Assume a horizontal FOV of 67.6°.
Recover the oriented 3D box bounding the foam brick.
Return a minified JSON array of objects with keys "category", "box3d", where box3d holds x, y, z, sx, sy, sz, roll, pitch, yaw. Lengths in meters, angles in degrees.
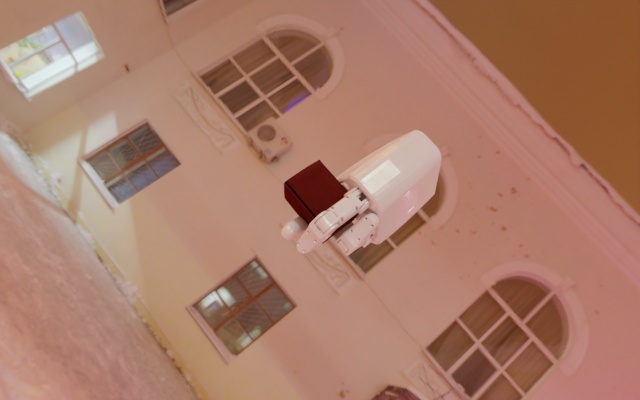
[{"category":"foam brick","box3d":[0.000,0.002,0.564,0.051,0.078,0.053,-37,-11,-16]}]
